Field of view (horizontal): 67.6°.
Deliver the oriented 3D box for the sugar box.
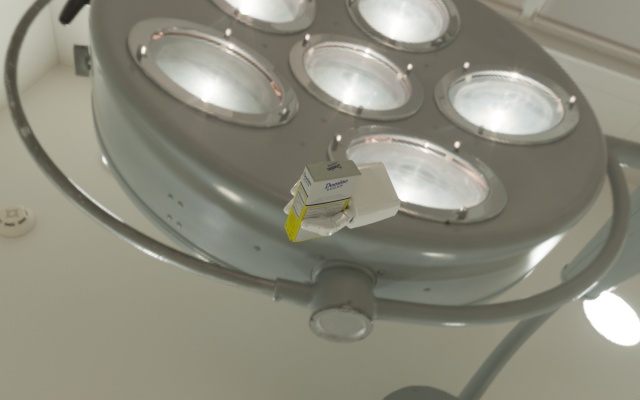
[{"bbox_3d":[0.000,0.002,0.857,0.093,0.048,0.176,-10,-37,-27],"label":"sugar box"}]
